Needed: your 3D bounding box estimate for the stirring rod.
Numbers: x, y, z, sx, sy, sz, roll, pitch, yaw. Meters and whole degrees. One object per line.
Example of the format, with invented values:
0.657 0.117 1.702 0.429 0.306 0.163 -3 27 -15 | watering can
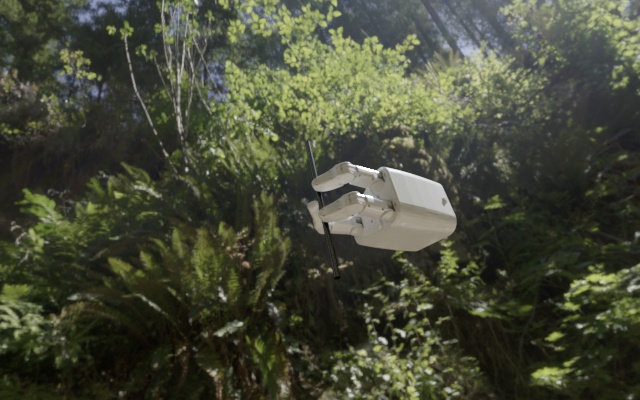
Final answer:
0.000 0.002 0.646 0.011 0.239 0.011 -7 -40 -6 | stirring rod
